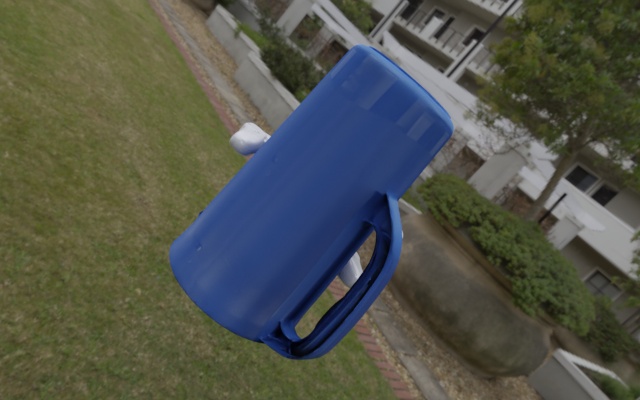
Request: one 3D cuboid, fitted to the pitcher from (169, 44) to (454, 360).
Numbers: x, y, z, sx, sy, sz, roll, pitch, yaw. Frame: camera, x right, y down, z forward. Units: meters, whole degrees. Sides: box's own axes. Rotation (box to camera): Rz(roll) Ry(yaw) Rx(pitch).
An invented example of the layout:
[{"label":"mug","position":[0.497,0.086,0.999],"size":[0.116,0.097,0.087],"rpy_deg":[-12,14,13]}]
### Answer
[{"label":"pitcher","position":[0.000,0.001,0.405],"size":[0.149,0.243,0.145],"rpy_deg":[39,12,-9]}]
